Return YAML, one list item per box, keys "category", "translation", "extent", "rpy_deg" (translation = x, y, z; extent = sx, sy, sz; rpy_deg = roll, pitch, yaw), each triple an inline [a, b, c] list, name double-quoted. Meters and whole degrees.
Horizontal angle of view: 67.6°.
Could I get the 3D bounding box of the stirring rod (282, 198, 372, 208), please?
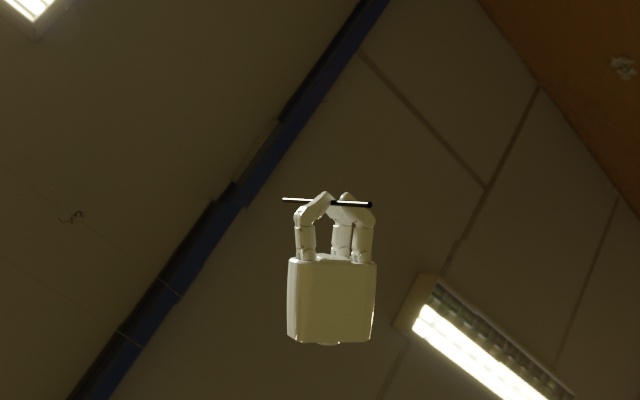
- category: "stirring rod"
  translation: [0.000, 0.002, 0.675]
  extent: [0.011, 0.011, 0.239]
  rpy_deg: [0, 1, -29]
